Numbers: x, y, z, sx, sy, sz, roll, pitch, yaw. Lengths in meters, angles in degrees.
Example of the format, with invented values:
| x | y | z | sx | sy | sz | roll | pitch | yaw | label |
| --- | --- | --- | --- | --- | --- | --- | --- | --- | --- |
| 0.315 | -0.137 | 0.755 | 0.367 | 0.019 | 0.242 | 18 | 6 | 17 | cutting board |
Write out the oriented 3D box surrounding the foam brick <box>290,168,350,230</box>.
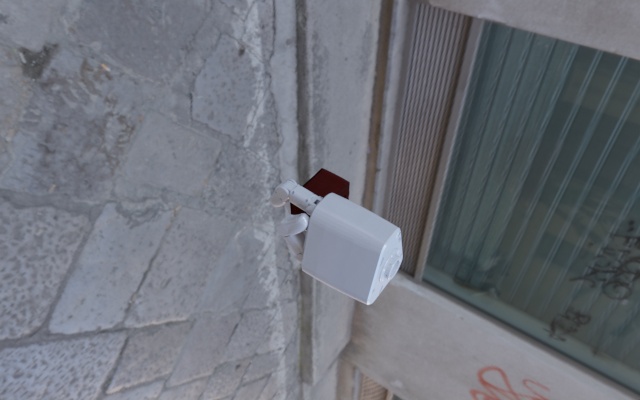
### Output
| x | y | z | sx | sy | sz | roll | pitch | yaw | label |
| --- | --- | --- | --- | --- | --- | --- | --- | --- | --- |
| 0.000 | 0.002 | 0.680 | 0.051 | 0.053 | 0.078 | 26 | 50 | 25 | foam brick |
